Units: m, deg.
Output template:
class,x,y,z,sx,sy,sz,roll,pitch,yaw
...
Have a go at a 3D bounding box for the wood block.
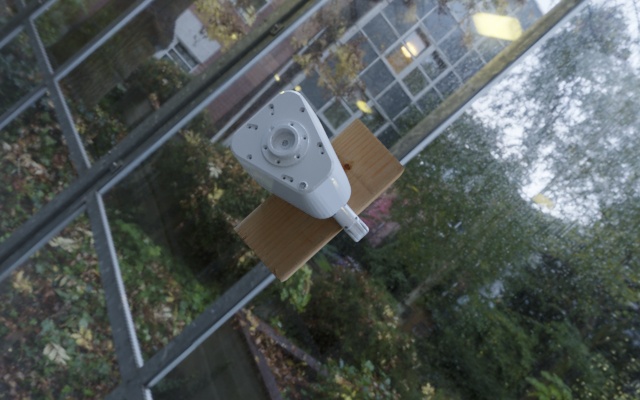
class,x,y,z,sx,sy,sz,roll,pitch,yaw
wood block,0.000,0.002,0.625,0.206,0.091,0.090,-42,-6,-1
